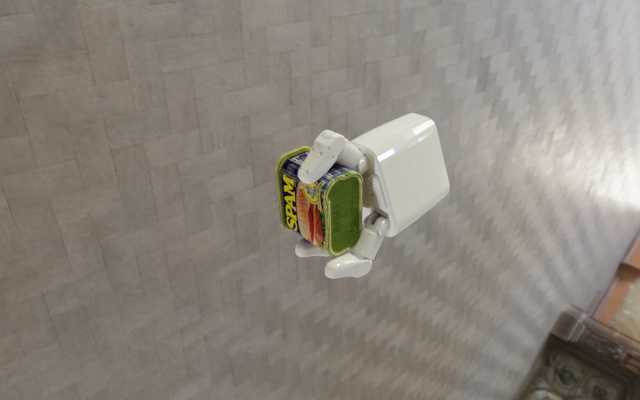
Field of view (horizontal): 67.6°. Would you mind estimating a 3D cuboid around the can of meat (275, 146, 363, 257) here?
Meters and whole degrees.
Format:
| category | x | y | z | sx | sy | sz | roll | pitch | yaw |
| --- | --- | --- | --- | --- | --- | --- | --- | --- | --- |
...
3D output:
| category | x | y | z | sx | sy | sz | roll | pitch | yaw |
| --- | --- | --- | --- | --- | --- | --- | --- | --- | --- |
| can of meat | 0.000 | 0.002 | 0.529 | 0.057 | 0.102 | 0.084 | -26 | 38 | -33 |
